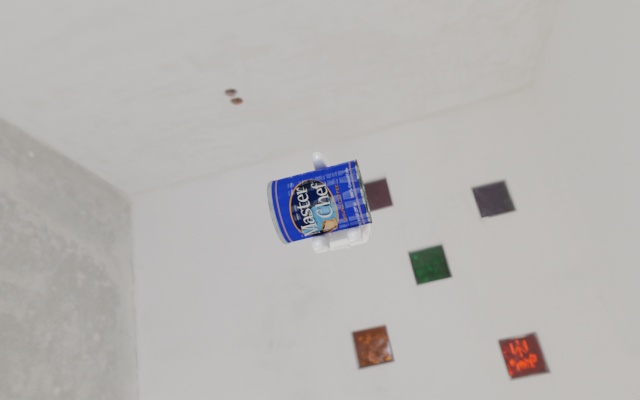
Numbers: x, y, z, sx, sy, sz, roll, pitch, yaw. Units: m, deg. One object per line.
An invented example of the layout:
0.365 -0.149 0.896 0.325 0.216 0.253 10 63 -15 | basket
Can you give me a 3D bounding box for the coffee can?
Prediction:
0.000 0.002 0.740 0.140 0.103 0.103 -14 -2 7 | coffee can
